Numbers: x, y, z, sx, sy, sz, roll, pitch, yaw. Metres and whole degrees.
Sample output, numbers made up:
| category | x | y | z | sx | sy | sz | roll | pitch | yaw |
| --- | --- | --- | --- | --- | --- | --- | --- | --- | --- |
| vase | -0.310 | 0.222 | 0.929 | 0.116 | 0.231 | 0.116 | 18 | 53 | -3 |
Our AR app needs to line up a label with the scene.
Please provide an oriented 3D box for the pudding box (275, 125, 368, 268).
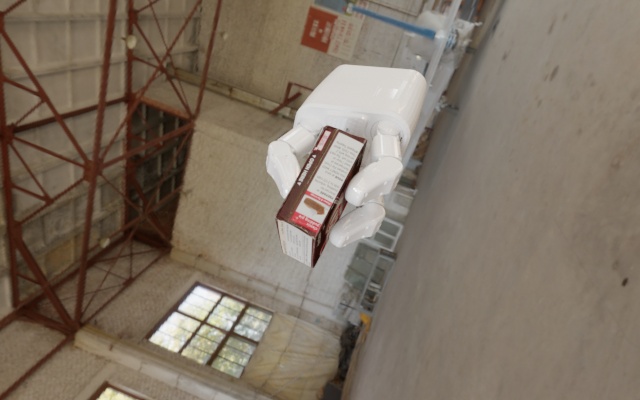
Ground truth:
| category | x | y | z | sx | sy | sz | roll | pitch | yaw |
| --- | --- | --- | --- | --- | --- | --- | --- | --- | --- |
| pudding box | 0.000 | 0.001 | 0.404 | 0.039 | 0.090 | 0.113 | 24 | -18 | 9 |
